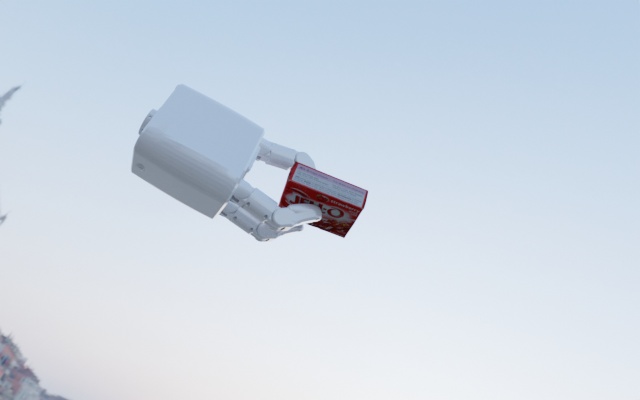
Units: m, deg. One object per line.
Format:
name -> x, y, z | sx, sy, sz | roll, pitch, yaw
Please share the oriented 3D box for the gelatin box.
gelatin box -> 0.001, 0.002, 0.540 | 0.089, 0.030, 0.073 | 21, -33, -3
